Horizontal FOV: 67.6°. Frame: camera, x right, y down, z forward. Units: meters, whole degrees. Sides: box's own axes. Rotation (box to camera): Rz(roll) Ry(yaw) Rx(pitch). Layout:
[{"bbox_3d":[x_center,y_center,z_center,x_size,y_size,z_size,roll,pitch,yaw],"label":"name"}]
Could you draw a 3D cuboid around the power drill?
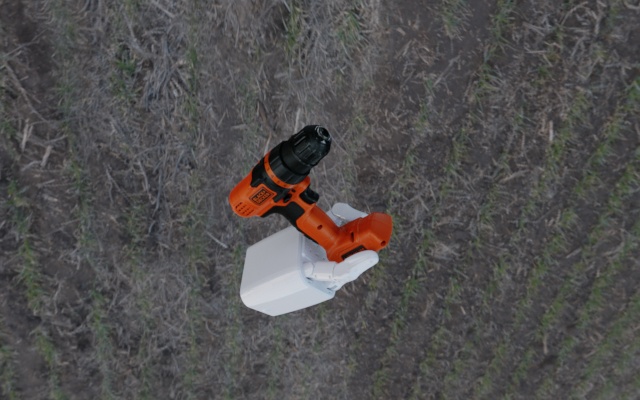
[{"bbox_3d":[0.000,0.002,0.603,0.188,0.057,0.184,36,-44,-20],"label":"power drill"}]
